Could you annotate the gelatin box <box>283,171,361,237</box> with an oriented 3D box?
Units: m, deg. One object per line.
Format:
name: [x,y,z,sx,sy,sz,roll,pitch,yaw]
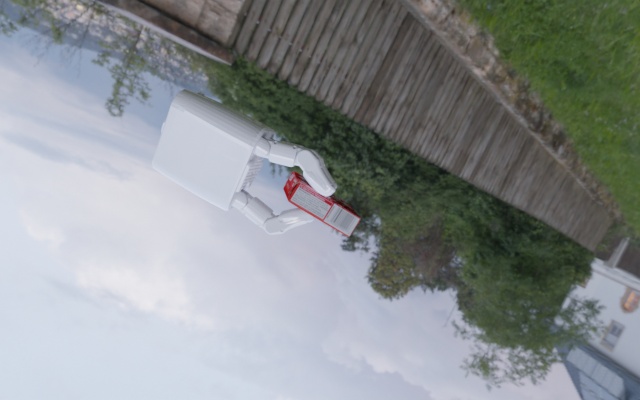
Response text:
gelatin box: [0.000,0.002,0.581,0.089,0.030,0.073,31,7,-13]
